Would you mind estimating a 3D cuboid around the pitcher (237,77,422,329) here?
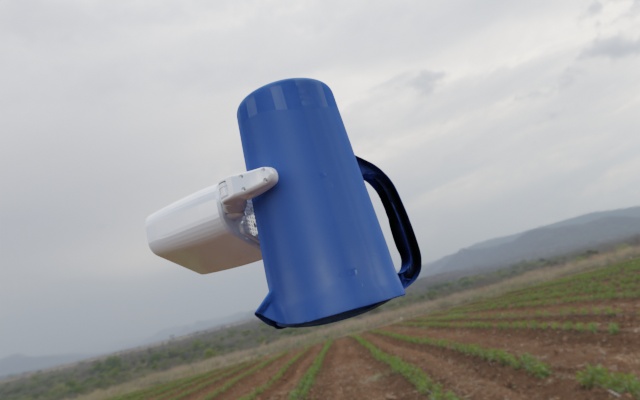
[{"bbox_3d":[0.000,0.002,0.499,0.145,0.242,0.149,-20,-14,21],"label":"pitcher"}]
